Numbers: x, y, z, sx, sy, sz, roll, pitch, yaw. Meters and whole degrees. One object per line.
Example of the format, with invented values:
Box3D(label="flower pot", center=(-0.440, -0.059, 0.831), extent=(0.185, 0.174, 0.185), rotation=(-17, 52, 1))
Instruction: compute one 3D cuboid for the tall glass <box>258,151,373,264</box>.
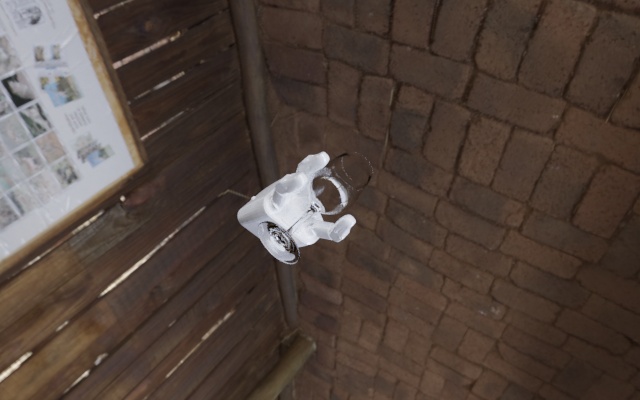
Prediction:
Box3D(label="tall glass", center=(0.000, 0.003, 0.710), extent=(0.079, 0.079, 0.201), rotation=(0, 34, 46))
